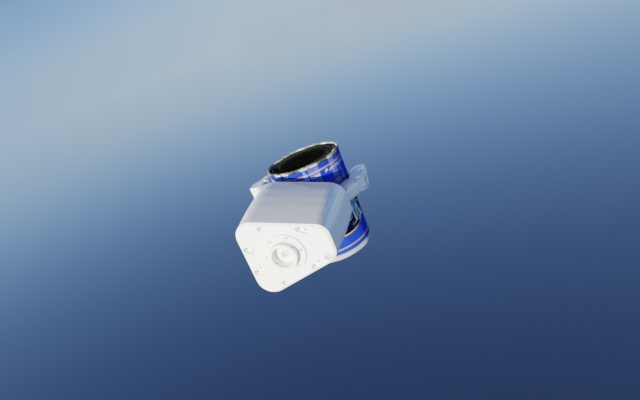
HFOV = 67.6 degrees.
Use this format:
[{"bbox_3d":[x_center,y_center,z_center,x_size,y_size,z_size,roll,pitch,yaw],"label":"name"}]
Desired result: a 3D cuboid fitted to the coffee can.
[{"bbox_3d":[0.000,0.002,0.667,0.103,0.140,0.102,-19,20,8],"label":"coffee can"}]
